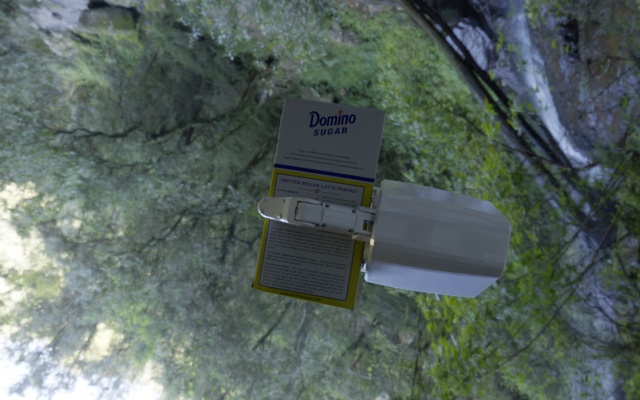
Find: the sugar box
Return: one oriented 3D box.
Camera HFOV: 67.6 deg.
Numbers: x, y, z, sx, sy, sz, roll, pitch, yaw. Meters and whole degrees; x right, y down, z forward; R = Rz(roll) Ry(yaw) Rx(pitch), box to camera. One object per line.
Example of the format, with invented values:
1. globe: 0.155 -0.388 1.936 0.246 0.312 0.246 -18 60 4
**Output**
1. sugar box: 0.000 0.002 0.434 0.093 0.176 0.048 10 -5 6
